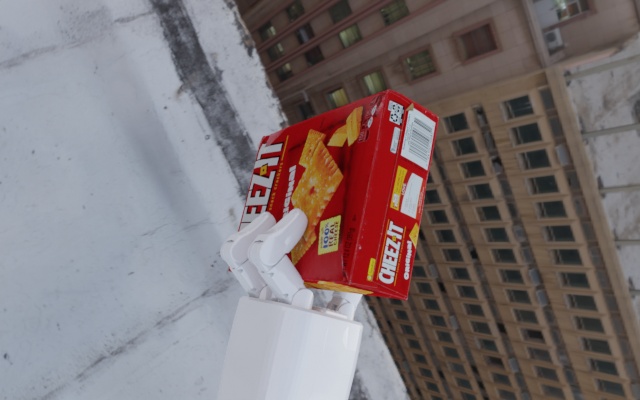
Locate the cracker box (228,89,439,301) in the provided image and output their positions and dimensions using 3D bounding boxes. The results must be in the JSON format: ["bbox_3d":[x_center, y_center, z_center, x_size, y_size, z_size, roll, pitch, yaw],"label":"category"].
[{"bbox_3d":[0.000,0.002,0.462,0.072,0.164,0.214,22,-17,-33],"label":"cracker box"}]
